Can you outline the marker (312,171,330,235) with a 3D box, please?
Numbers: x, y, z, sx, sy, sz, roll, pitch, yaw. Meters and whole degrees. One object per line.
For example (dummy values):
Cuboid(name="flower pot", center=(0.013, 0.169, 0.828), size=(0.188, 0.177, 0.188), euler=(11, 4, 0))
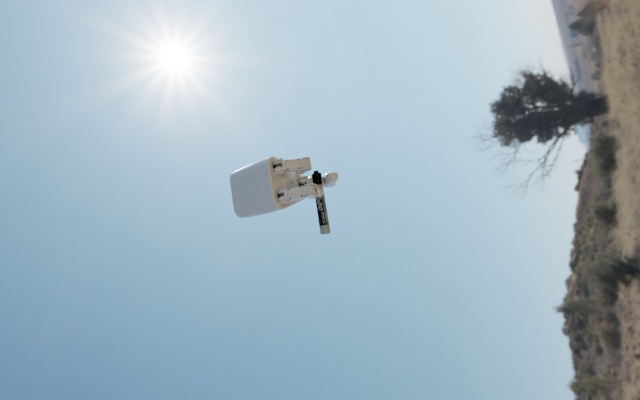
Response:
Cuboid(name="marker", center=(0.000, 0.003, 0.897), size=(0.020, 0.121, 0.020), euler=(-9, -9, -1))
